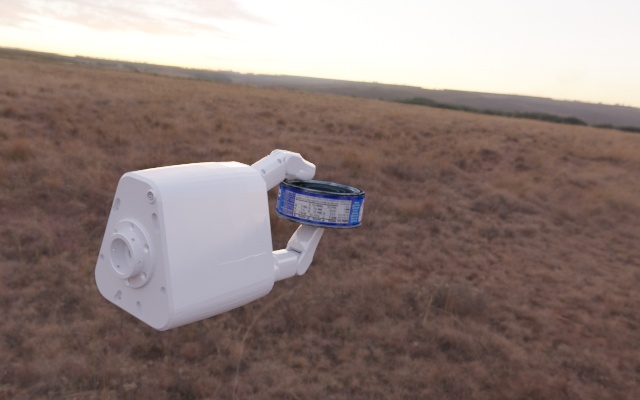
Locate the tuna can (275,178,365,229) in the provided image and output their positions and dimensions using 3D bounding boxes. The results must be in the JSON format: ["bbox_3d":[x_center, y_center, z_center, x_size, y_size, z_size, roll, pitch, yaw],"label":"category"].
[{"bbox_3d":[0.000,0.001,0.469,0.086,0.034,0.086,8,9,-1],"label":"tuna can"}]
